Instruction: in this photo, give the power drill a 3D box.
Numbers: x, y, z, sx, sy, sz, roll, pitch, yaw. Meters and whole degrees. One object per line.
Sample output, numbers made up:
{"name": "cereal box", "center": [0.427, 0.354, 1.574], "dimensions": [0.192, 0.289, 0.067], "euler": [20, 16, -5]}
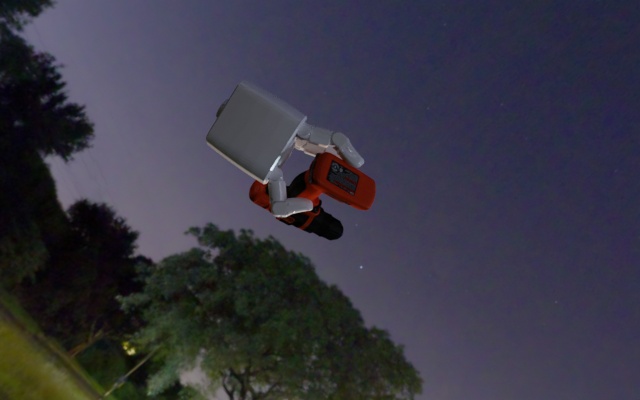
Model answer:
{"name": "power drill", "center": [0.000, 0.002, 0.754], "dimensions": [0.184, 0.057, 0.188], "euler": [28, -30, -25]}
